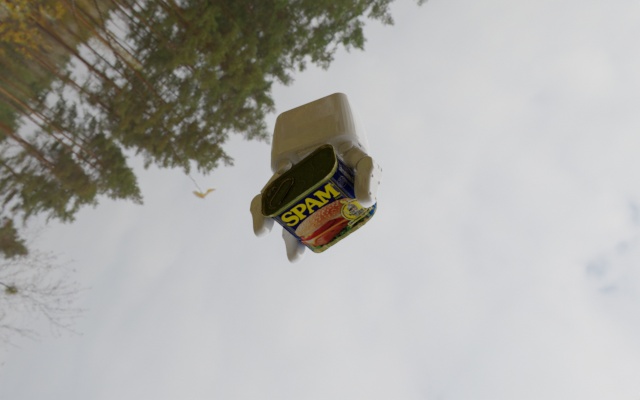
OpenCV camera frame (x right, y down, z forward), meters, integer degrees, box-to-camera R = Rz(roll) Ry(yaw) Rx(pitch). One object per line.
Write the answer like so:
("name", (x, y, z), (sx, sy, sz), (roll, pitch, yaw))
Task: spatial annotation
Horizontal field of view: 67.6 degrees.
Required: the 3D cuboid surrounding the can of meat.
("can of meat", (0.000, 0.002, 0.528), (0.102, 0.057, 0.084), (-34, -55, 19))
